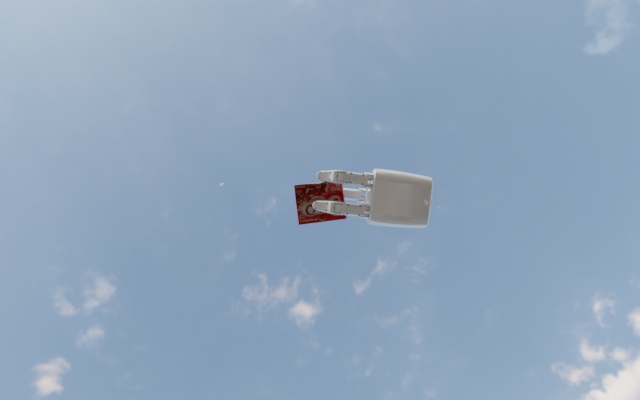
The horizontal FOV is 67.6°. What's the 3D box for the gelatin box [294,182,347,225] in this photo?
[{"bbox_3d":[0.000,0.003,0.873,0.089,0.073,0.030,-7,2,4],"label":"gelatin box"}]
